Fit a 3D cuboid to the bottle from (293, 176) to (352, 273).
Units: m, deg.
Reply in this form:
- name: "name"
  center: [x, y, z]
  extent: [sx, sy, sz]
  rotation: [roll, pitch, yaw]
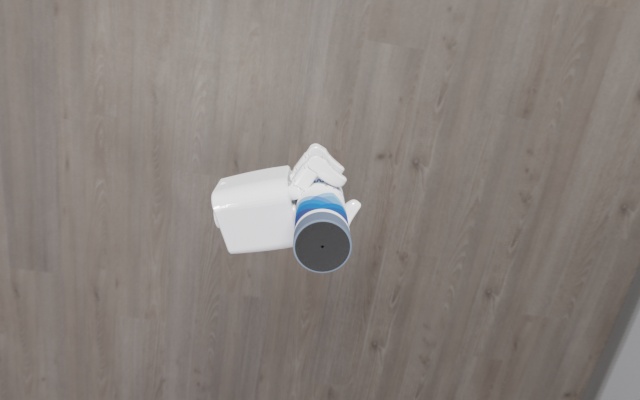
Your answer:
- name: "bottle"
  center: [0.000, 0.002, 0.671]
  extent: [0.069, 0.069, 0.295]
  rotation: [0, 20, -1]
